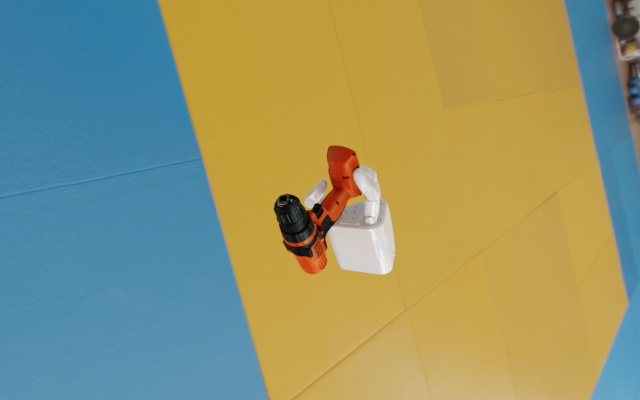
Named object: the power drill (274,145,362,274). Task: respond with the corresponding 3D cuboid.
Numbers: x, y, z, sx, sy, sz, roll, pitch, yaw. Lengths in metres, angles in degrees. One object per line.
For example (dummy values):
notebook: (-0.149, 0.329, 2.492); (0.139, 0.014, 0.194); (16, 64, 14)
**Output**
power drill: (0.000, 0.002, 0.761); (0.057, 0.187, 0.185); (18, -31, 26)
